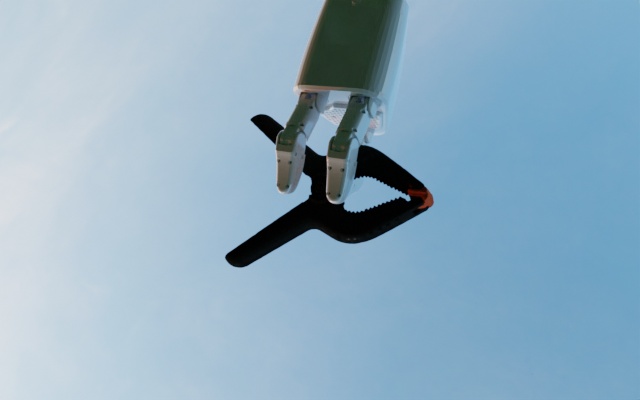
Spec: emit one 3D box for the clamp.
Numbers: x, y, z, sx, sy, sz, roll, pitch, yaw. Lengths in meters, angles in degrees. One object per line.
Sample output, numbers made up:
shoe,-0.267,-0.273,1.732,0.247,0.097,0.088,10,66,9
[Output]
clamp,0.001,0.002,0.464,0.210,0.164,0.036,11,-8,27
